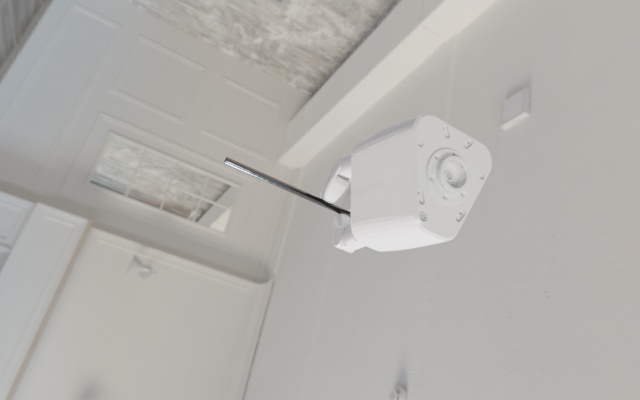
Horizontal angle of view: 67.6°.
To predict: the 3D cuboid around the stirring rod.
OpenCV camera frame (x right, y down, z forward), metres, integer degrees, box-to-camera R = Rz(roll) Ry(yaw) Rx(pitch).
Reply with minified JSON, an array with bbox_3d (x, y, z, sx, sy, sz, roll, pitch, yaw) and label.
[{"bbox_3d":[0.000,0.002,0.560,0.239,0.011,0.011,24,-9,-20],"label":"stirring rod"}]
